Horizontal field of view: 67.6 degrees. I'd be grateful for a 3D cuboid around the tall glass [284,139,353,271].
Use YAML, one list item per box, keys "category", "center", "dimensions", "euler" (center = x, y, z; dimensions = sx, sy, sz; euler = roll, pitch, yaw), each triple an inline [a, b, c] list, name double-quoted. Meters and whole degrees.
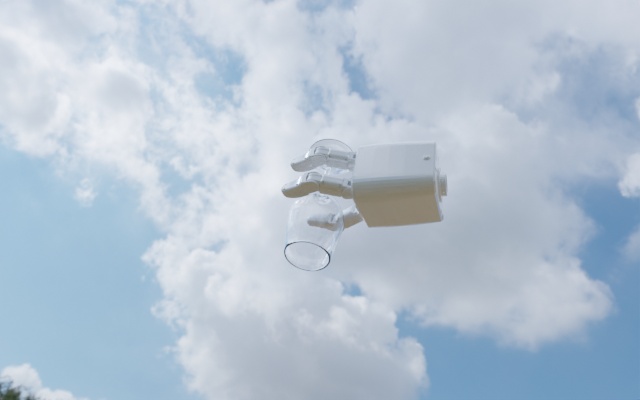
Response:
- category: "tall glass"
  center: [0.000, 0.002, 0.684]
  dimensions: [0.079, 0.201, 0.079]
  euler: [8, -43, 7]
